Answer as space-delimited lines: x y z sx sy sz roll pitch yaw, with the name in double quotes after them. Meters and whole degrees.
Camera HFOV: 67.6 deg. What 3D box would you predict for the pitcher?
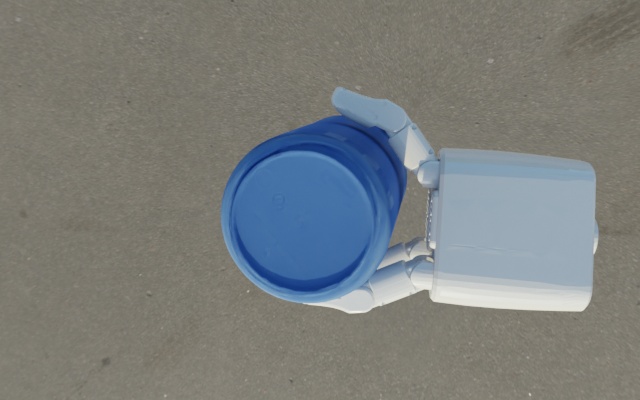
0.000 0.001 0.404 0.145 0.149 0.243 6 10 9 "pitcher"
